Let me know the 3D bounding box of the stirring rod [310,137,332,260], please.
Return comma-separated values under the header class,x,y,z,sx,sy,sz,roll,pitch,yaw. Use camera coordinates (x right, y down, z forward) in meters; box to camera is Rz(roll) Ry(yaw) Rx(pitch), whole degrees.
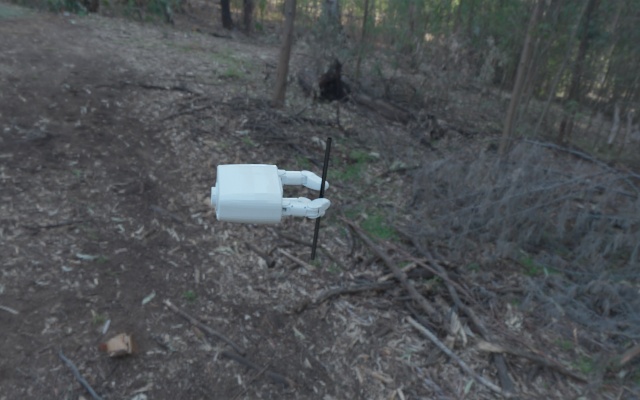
class,x,y,z,sx,sy,sz,roll,pitch,yaw
stirring rod,0.000,0.003,0.861,0.011,0.240,0.011,7,24,-3
